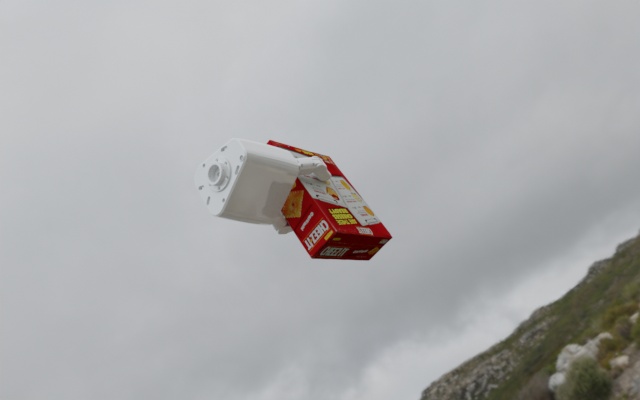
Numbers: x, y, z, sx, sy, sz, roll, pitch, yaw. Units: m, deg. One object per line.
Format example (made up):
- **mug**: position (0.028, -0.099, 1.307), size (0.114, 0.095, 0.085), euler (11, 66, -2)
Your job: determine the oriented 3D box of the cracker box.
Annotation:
- **cracker box**: position (0.000, 0.002, 0.810), size (0.164, 0.213, 0.072), euler (10, -53, -50)
